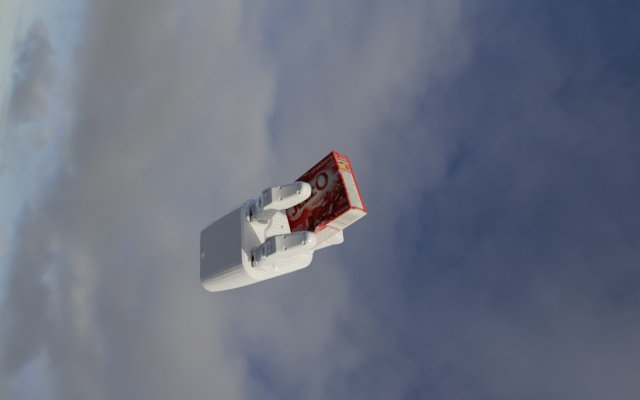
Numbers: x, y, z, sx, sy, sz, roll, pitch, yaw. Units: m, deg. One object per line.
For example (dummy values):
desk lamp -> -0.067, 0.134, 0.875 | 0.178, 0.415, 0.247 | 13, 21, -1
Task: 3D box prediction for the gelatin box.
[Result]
gelatin box -> 0.001, 0.002, 0.517 | 0.089, 0.073, 0.030 | -35, -35, 31
